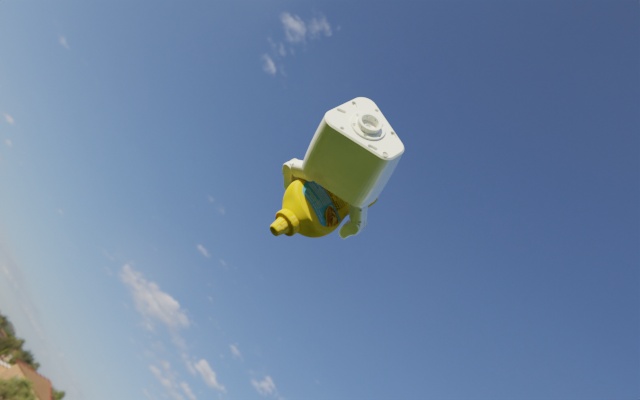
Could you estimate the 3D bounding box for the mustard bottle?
[{"bbox_3d":[0.000,0.002,0.734,0.191,0.096,0.058,-32,4,-35],"label":"mustard bottle"}]
